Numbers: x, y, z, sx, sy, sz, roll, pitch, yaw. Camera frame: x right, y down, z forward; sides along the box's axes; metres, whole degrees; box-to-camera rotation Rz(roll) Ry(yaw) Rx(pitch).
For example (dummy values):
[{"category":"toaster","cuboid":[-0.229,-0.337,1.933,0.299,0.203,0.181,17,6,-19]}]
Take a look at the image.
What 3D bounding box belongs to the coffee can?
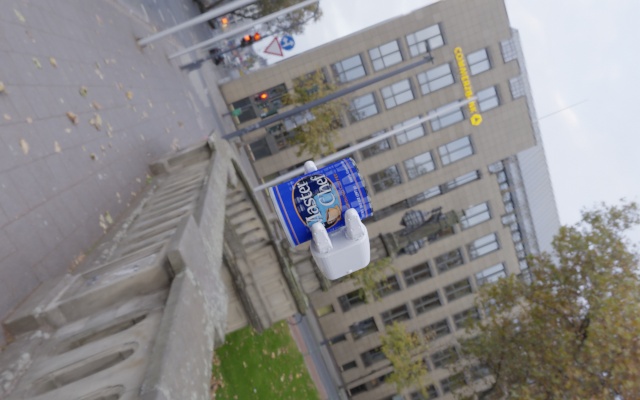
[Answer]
[{"category":"coffee can","cuboid":[0.000,0.002,0.762,0.140,0.103,0.103,-22,1,-3]}]
